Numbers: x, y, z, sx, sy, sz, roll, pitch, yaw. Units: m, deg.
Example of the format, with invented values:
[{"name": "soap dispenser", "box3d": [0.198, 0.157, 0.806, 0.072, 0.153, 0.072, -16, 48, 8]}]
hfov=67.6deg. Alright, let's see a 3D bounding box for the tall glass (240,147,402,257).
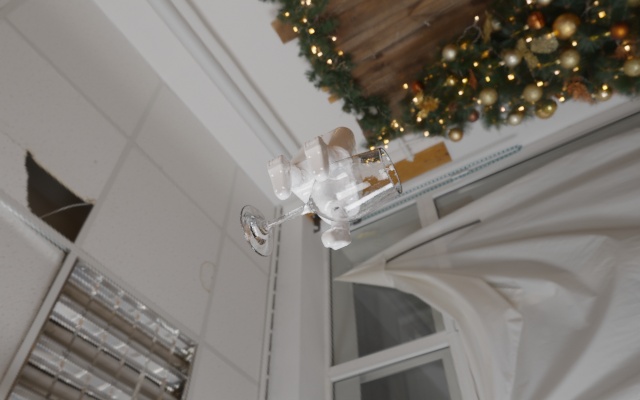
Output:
[{"name": "tall glass", "box3d": [0.000, 0.002, 0.609, 0.201, 0.079, 0.079, -24, -9, 20]}]
